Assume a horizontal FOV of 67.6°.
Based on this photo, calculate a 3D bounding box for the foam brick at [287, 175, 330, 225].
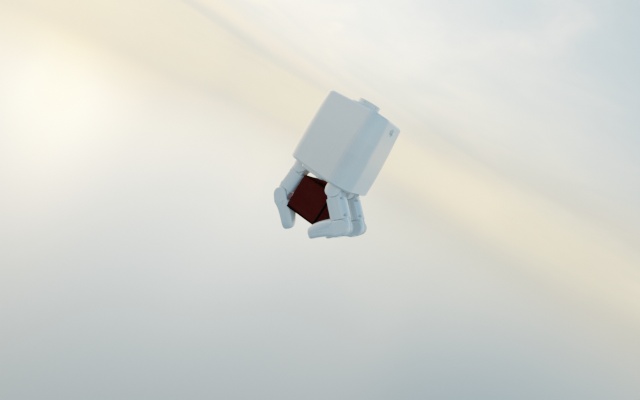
[{"bbox_3d":[0.000,0.002,0.677,0.053,0.051,0.078,35,10,21],"label":"foam brick"}]
